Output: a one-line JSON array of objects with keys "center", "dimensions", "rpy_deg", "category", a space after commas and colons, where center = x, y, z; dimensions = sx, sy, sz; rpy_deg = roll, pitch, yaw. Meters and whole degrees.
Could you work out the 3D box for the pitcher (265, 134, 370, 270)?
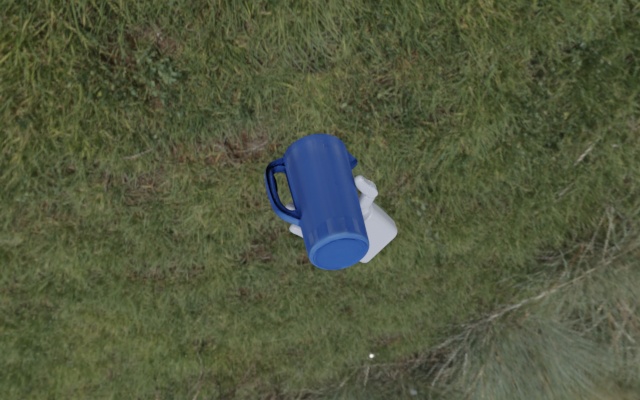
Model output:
[{"center": [0.000, 0.003, 0.883], "dimensions": [0.149, 0.242, 0.145], "rpy_deg": [-33, -43, 21], "category": "pitcher"}]
